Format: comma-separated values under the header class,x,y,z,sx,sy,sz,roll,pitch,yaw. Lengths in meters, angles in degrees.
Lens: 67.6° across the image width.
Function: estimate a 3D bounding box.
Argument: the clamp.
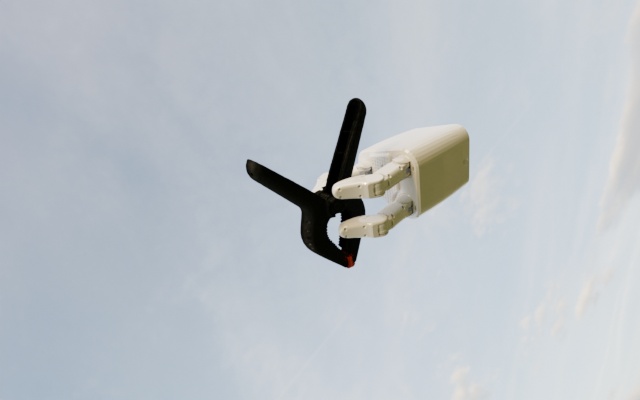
class,x,y,z,sx,sy,sz,roll,pitch,yaw
clamp,0.000,0.002,0.568,0.164,0.210,0.036,-27,34,-28
